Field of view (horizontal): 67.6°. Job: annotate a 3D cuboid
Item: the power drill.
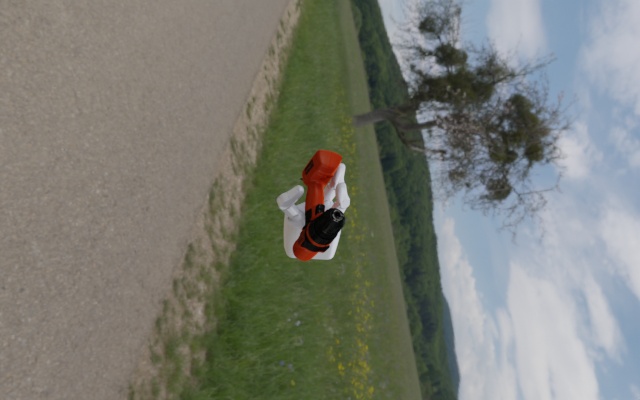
[{"bbox_3d":[0.000,0.003,0.885,0.057,0.187,0.184,16,-30,-17],"label":"power drill"}]
